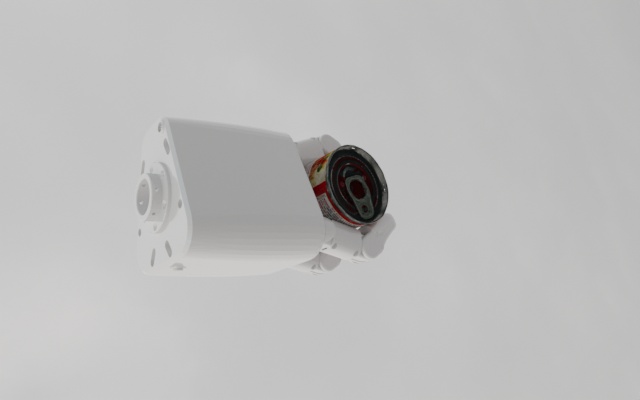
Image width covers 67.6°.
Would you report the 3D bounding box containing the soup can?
[{"bbox_3d":[0.000,0.001,0.423,0.068,0.068,0.102,0,-17,-41],"label":"soup can"}]
